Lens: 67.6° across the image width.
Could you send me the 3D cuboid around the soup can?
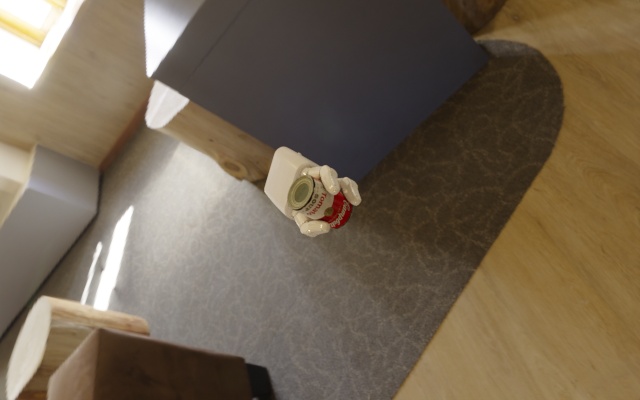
[{"bbox_3d":[0.000,0.003,0.843,0.102,0.068,0.068,27,-18,-39],"label":"soup can"}]
